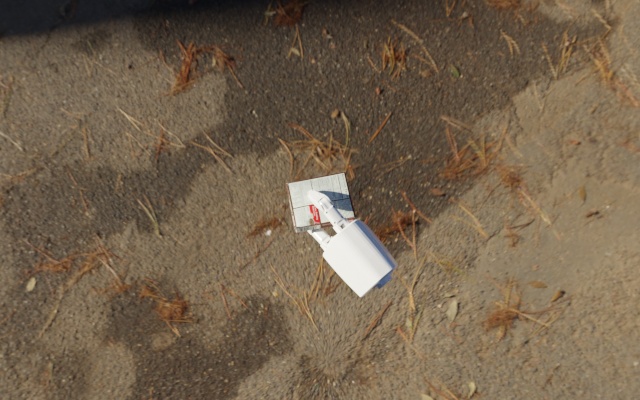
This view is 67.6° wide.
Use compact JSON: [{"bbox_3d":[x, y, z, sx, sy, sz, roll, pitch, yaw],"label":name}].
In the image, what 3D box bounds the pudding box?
[{"bbox_3d":[0.000,0.003,0.874,0.113,0.090,0.039,-10,-15,-5],"label":"pudding box"}]
